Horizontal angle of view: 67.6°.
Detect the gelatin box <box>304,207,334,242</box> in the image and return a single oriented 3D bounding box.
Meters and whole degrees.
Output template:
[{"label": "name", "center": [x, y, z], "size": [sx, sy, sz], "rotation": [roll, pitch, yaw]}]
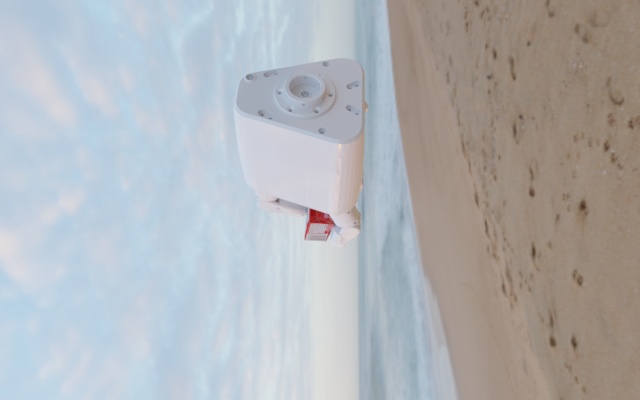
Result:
[{"label": "gelatin box", "center": [0.000, 0.002, 0.543], "size": [0.030, 0.073, 0.089], "rotation": [4, -18, -4]}]
